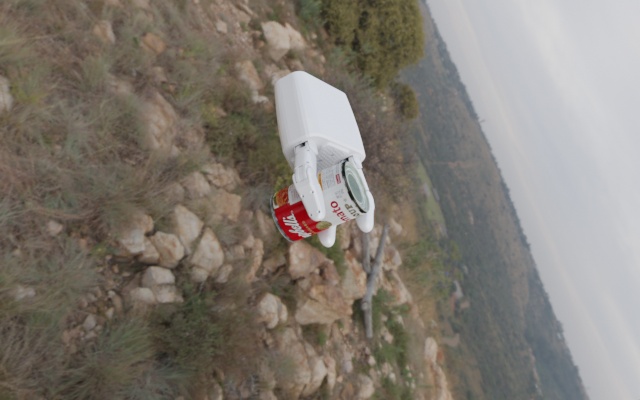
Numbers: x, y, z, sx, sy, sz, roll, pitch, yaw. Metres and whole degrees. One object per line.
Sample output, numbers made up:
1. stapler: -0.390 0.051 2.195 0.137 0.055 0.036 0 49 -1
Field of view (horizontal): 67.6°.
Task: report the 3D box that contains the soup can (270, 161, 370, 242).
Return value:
1. soup can: 0.000 0.002 0.578 0.102 0.068 0.068 -23 -8 20
